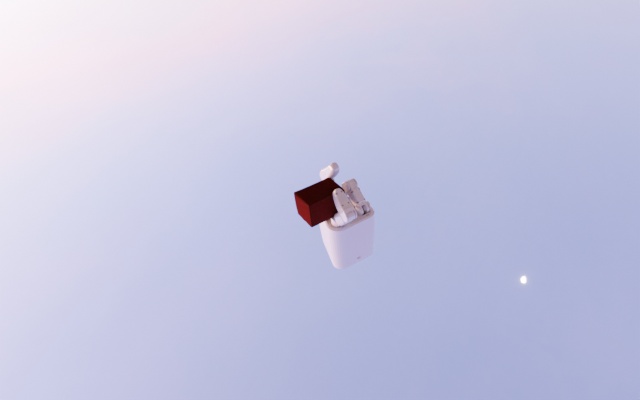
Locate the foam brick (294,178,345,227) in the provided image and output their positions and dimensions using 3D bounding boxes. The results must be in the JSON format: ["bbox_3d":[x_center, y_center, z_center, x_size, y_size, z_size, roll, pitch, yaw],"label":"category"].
[{"bbox_3d":[0.000,0.003,0.860,0.078,0.051,0.053,-24,42,-22],"label":"foam brick"}]
